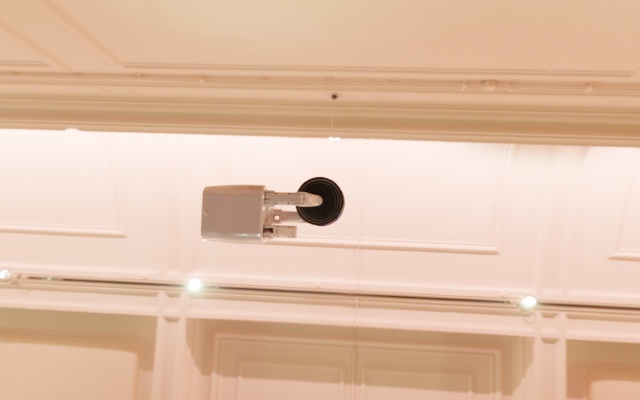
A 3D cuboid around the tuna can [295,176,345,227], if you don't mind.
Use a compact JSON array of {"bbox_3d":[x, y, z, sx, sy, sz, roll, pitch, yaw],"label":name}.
[{"bbox_3d":[0.000,0.003,0.834,0.086,0.086,0.034,0,-7,9],"label":"tuna can"}]
